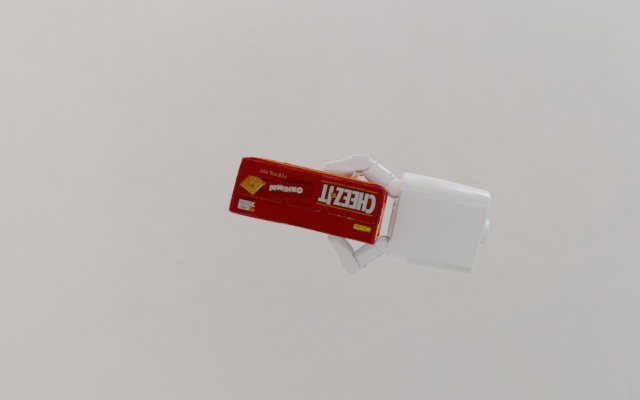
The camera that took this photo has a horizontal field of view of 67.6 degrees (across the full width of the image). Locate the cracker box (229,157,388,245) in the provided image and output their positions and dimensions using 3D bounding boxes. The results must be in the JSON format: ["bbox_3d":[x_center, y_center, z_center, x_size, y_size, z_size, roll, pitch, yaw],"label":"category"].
[{"bbox_3d":[0.000,0.002,0.611,0.164,0.072,0.214,12,-1,9],"label":"cracker box"}]
